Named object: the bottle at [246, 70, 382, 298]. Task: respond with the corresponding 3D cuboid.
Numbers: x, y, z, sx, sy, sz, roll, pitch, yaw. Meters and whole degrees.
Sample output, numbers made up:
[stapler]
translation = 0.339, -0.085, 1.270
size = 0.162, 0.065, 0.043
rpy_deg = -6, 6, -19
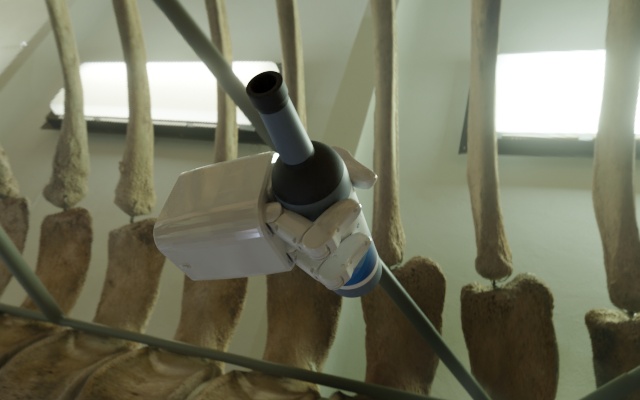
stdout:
[bottle]
translation = 0.000, 0.002, 0.444
size = 0.069, 0.069, 0.296
rpy_deg = 0, -34, 19
